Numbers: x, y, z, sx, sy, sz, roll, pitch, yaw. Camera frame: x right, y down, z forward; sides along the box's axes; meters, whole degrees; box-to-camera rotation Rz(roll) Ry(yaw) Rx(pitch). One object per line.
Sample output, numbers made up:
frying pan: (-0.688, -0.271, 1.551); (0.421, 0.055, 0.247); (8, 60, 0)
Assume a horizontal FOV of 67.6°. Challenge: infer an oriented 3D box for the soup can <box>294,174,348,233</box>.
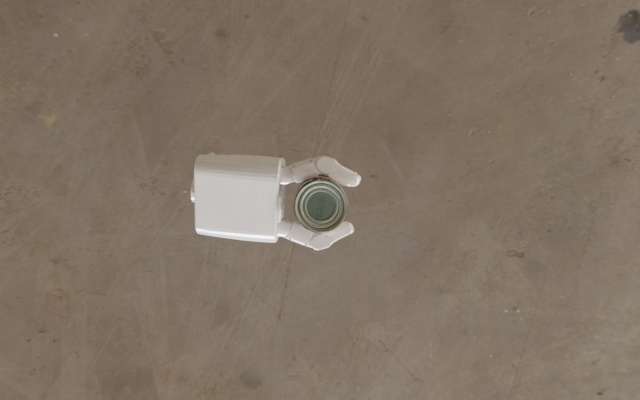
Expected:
soup can: (0.001, 0.002, 0.624); (0.068, 0.068, 0.102); (0, 6, 0)
